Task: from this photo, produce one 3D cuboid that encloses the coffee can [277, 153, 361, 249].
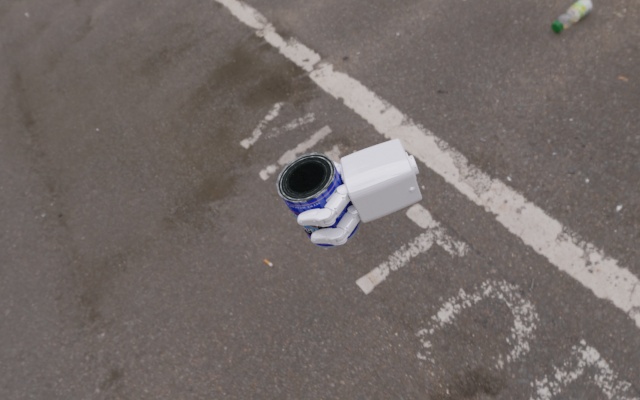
[{"bbox_3d":[0.000,0.003,0.817,0.103,0.102,0.140,0,-36,26],"label":"coffee can"}]
